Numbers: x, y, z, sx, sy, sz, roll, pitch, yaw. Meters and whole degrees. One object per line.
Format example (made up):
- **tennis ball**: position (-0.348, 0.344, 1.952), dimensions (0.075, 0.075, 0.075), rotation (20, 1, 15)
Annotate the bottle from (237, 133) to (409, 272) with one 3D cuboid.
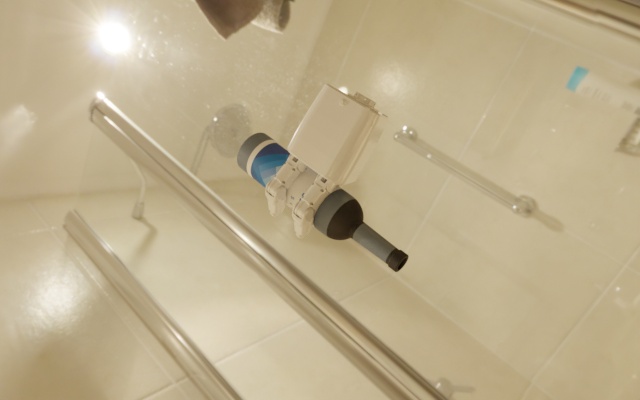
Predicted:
- **bottle**: position (0.000, 0.002, 0.677), dimensions (0.295, 0.069, 0.069), rotation (37, 19, 27)
